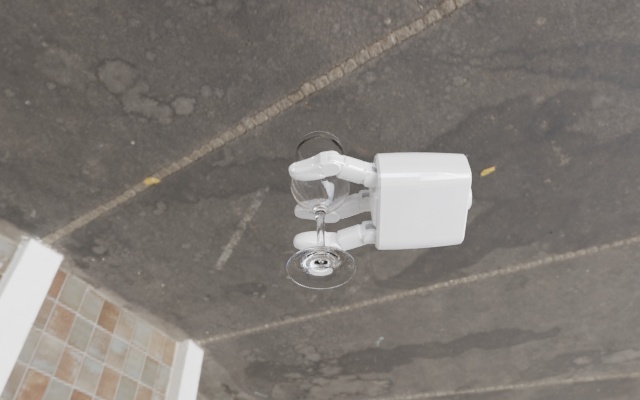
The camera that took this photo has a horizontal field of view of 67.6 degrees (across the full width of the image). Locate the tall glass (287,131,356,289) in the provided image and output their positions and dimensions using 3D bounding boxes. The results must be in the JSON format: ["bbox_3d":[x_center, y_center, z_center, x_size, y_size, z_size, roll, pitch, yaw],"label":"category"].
[{"bbox_3d":[0.000,0.002,0.575,0.079,0.200,0.079,-1,-44,-1],"label":"tall glass"}]
